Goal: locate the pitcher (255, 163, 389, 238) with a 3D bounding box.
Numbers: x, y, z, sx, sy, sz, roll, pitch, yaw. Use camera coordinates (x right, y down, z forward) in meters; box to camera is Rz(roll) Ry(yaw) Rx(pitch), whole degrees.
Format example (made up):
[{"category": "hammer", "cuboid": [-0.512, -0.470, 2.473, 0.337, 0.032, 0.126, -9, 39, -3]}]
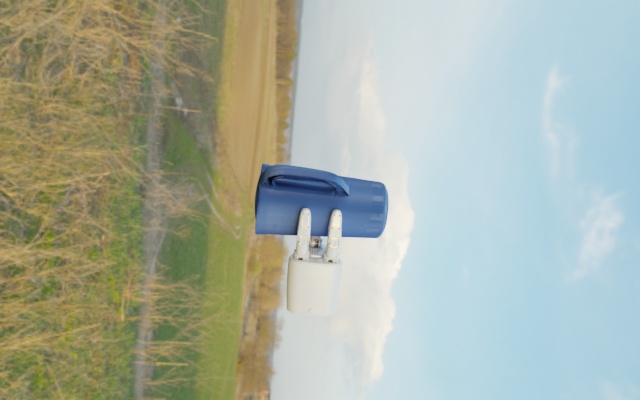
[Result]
[{"category": "pitcher", "cuboid": [0.000, 0.003, 0.888, 0.243, 0.145, 0.149, 5, 12, -4]}]
